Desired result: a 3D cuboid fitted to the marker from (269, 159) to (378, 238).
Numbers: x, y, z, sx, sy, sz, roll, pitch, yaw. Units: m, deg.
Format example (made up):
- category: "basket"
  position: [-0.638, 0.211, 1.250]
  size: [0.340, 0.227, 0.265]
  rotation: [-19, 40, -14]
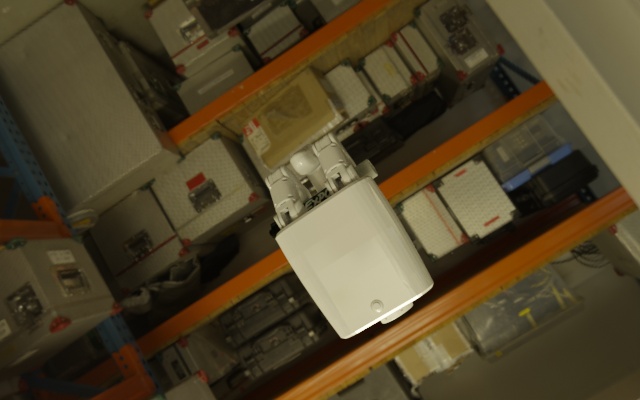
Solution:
- category: "marker"
  position: [0.000, 0.001, 0.460]
  size: [0.121, 0.020, 0.020]
  rotation: [-34, -9, 14]
